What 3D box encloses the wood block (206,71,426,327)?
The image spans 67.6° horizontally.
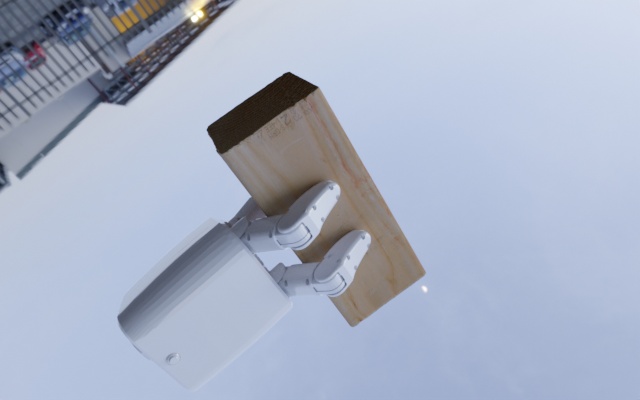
[{"bbox_3d":[0.000,0.002,0.428,0.090,0.206,0.090,-36,30,-4],"label":"wood block"}]
